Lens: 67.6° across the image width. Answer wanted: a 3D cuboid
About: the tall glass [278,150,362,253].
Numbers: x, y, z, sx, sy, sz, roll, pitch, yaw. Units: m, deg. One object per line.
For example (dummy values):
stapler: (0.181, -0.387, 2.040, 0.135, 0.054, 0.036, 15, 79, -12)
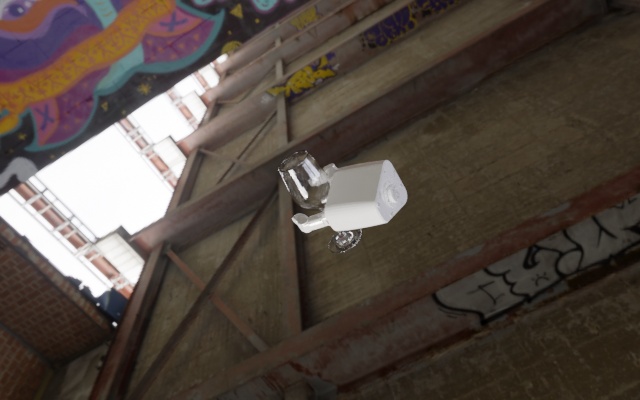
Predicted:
tall glass: (0.000, 0.003, 0.892, 0.079, 0.201, 0.079, -26, 28, 15)
